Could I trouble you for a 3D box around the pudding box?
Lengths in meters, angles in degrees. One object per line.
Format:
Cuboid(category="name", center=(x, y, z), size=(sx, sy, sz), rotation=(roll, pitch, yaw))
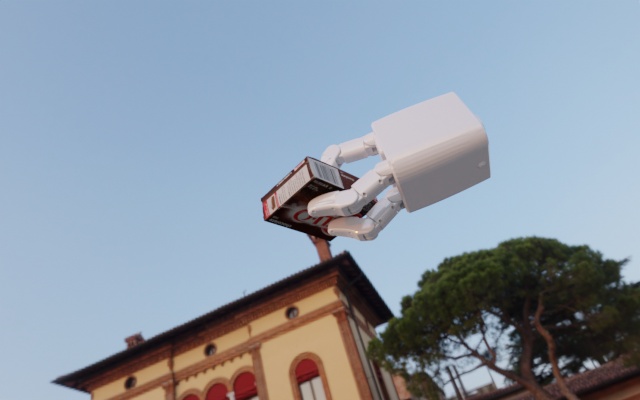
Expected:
Cuboid(category="pudding box", center=(0.000, 0.002, 0.570), size=(0.113, 0.039, 0.090), rotation=(22, -50, -38))
